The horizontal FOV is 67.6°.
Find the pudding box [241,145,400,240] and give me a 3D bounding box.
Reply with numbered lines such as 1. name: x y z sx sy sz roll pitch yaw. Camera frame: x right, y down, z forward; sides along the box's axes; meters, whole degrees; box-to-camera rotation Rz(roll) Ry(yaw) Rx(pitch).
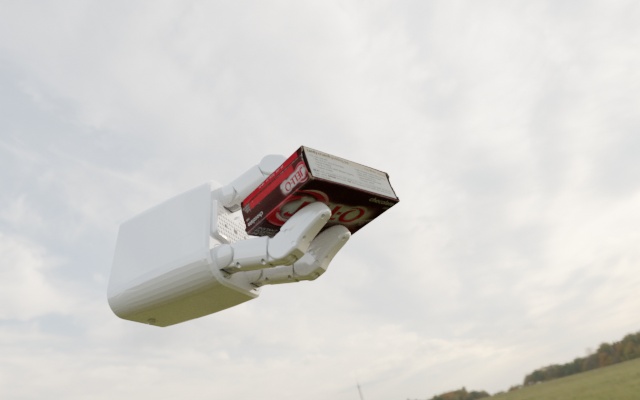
1. pudding box: 0.000 0.001 0.425 0.113 0.039 0.090 10 -38 -43
